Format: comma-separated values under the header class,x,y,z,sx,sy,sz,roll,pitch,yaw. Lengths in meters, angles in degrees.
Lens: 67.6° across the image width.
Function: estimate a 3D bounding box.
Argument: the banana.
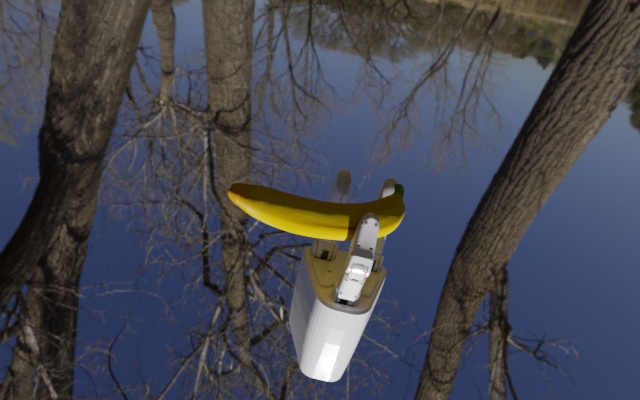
class,x,y,z,sx,sy,sz,roll,pitch,yaw
banana,0.010,0.012,0.476,0.198,0.037,0.069,1,32,-25
